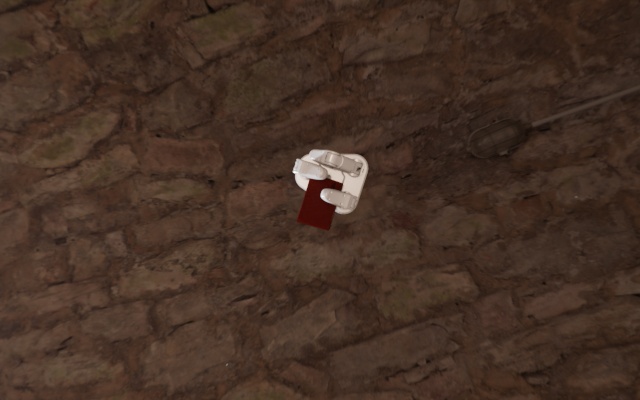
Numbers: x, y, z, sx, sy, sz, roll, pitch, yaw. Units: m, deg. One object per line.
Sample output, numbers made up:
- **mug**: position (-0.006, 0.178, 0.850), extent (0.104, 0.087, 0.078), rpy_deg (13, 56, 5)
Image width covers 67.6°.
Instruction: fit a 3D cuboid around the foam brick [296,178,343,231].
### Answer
- **foam brick**: position (0.000, 0.003, 0.736), extent (0.053, 0.078, 0.051), rpy_deg (18, 1, 2)
